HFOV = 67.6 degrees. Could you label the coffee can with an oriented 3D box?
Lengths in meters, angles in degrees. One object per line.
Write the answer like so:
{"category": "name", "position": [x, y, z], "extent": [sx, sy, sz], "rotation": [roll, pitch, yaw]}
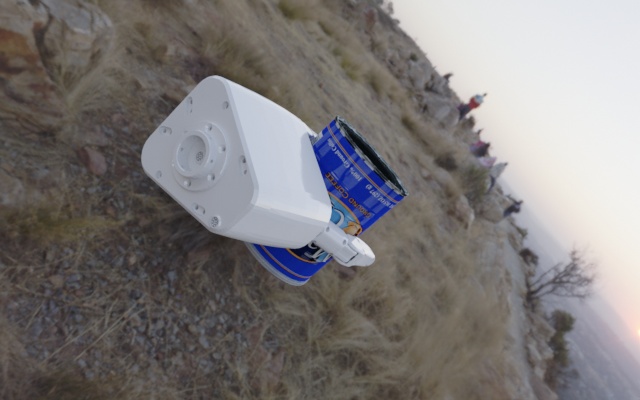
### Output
{"category": "coffee can", "position": [0.000, 0.002, 0.473], "extent": [0.140, 0.103, 0.103], "rotation": [-42, -13, 15]}
